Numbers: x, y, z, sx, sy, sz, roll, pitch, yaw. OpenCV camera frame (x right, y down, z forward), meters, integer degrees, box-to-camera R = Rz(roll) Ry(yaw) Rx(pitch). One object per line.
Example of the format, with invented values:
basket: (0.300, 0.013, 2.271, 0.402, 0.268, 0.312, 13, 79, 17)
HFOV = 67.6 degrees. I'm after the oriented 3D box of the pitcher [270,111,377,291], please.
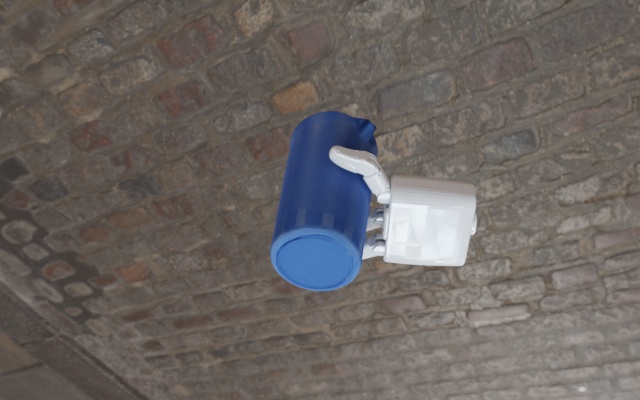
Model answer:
pitcher: (0.000, 0.002, 0.644, 0.145, 0.149, 0.242, 4, 41, 6)
